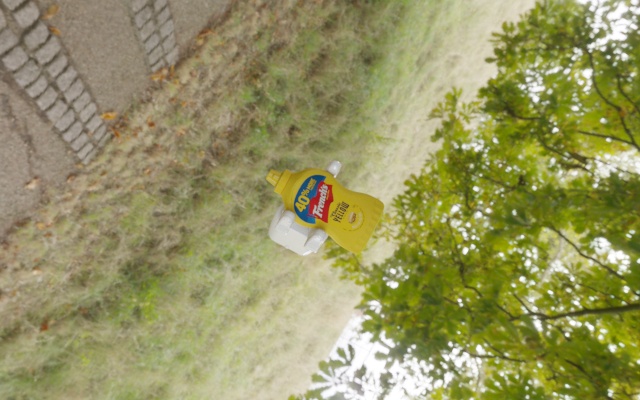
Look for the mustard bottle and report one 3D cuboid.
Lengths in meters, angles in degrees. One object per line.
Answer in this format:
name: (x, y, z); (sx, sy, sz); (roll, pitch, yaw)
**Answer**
mustard bottle: (0.000, 0.003, 0.773); (0.191, 0.096, 0.058); (28, -2, -4)
